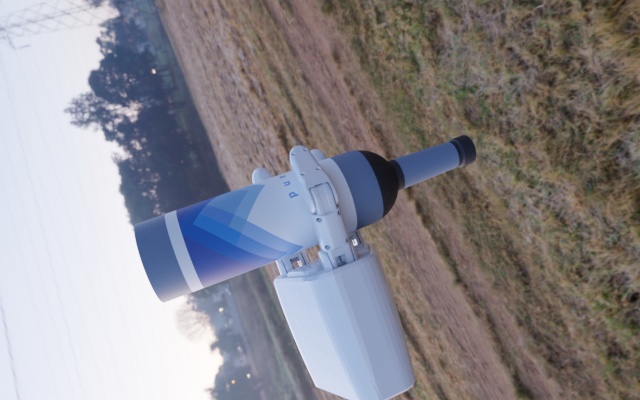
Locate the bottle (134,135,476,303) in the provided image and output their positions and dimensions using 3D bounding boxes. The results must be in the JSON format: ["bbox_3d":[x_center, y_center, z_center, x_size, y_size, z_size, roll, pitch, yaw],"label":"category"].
[{"bbox_3d":[0.000,0.001,0.409,0.295,0.069,0.069,-20,4,-12],"label":"bottle"}]
